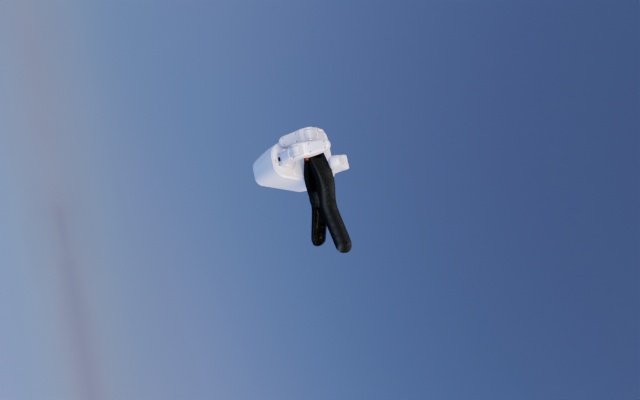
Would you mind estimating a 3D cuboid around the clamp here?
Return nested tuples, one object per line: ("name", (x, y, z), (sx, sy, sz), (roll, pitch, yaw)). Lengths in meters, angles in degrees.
("clamp", (0.000, 0.002, 0.765), (0.039, 0.171, 0.120), (-10, -4, -28))
